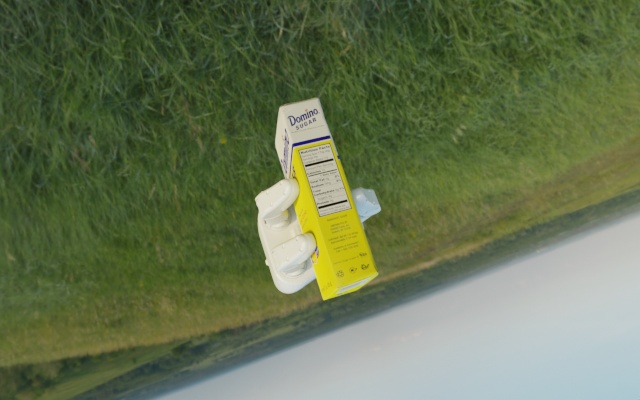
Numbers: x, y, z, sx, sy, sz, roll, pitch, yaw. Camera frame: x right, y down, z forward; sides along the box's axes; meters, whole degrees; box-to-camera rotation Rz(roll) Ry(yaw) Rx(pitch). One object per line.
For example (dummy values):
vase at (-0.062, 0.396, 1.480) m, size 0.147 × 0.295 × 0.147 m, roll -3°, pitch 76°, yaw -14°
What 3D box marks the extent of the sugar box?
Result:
sugar box at (0.000, 0.002, 0.463) m, size 0.048 × 0.176 × 0.093 m, roll -17°, pitch -15°, yaw -13°
